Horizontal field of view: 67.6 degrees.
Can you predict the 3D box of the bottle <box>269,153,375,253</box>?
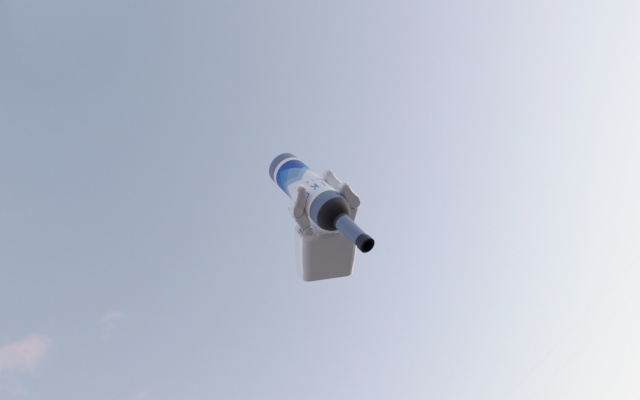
[{"bbox_3d":[0.000,0.003,0.850,0.069,0.069,0.295,0,28,-35],"label":"bottle"}]
